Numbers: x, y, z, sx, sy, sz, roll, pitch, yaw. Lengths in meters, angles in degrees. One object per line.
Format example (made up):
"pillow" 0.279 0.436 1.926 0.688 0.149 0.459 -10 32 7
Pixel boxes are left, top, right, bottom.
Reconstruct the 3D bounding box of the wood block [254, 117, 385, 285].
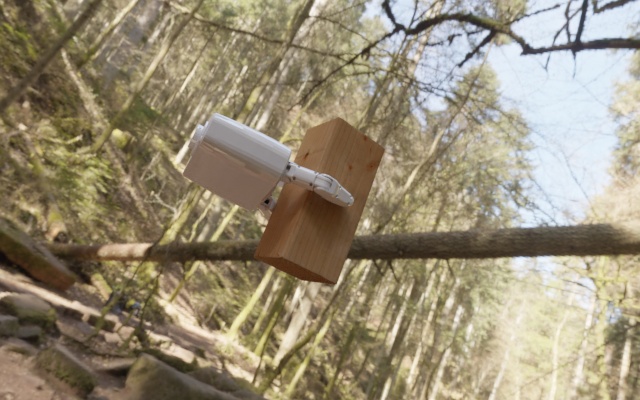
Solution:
"wood block" 0.000 0.002 0.662 0.090 0.206 0.091 30 -20 -27
